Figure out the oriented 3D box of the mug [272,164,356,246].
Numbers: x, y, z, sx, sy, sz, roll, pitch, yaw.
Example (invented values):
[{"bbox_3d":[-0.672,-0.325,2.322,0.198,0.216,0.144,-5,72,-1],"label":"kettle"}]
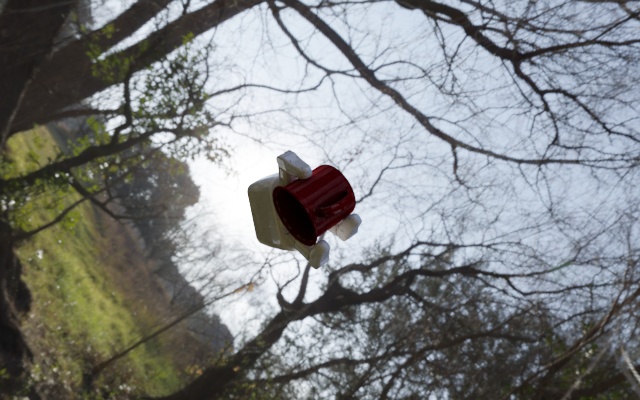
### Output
[{"bbox_3d":[0.001,0.002,0.644,0.081,0.093,0.117,-33,16,-27],"label":"mug"}]
